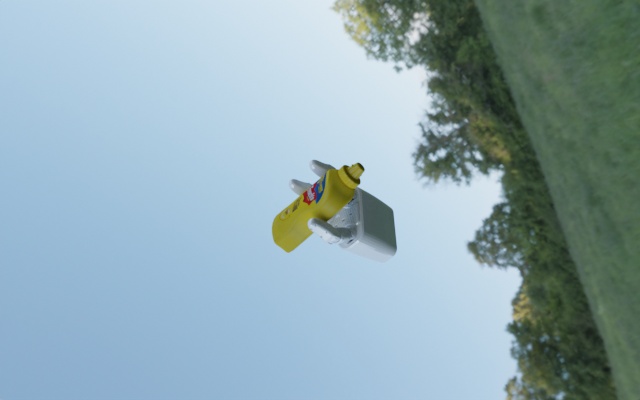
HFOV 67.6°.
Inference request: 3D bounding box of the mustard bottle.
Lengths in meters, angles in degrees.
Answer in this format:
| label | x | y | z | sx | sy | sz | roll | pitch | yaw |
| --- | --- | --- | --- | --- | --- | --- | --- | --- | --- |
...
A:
| label | x | y | z | sx | sy | sz | roll | pitch | yaw |
| --- | --- | --- | --- | --- | --- | --- | --- | --- | --- |
| mustard bottle | 0.000 | 0.003 | 0.798 | 0.192 | 0.058 | 0.096 | -40 | 20 | 26 |
